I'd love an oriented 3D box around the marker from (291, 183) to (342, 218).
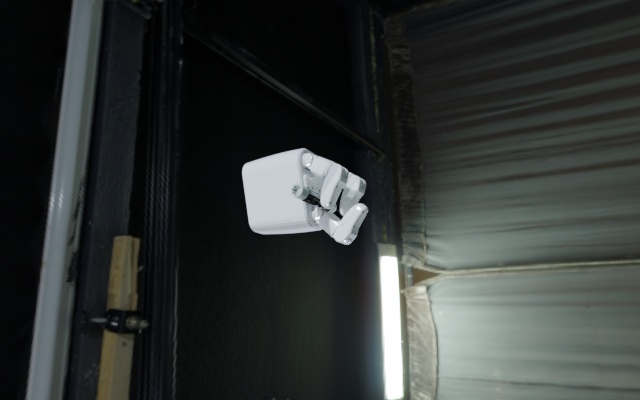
[{"bbox_3d":[0.000,0.002,0.652,0.020,0.020,0.121,0,-15,32],"label":"marker"}]
